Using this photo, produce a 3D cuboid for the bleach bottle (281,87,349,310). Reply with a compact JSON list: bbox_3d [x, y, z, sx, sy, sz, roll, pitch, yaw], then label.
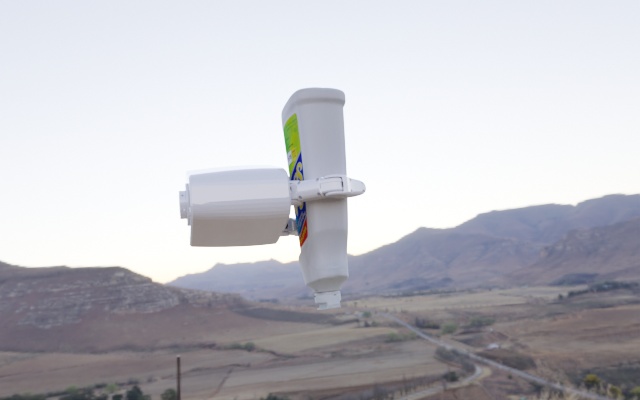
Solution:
[{"bbox_3d":[0.000,0.002,0.570,0.068,0.250,0.102,-3,-10,-19],"label":"bleach bottle"}]
